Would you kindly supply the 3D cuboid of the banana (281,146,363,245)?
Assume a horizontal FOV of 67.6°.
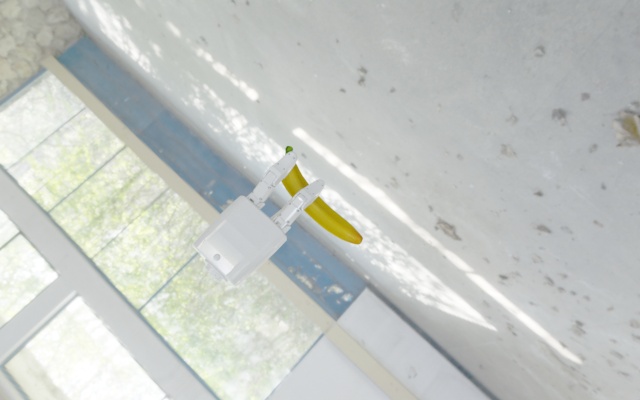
[{"bbox_3d":[-0.010,0.002,0.780,0.037,0.198,0.069,-45,13,-21],"label":"banana"}]
